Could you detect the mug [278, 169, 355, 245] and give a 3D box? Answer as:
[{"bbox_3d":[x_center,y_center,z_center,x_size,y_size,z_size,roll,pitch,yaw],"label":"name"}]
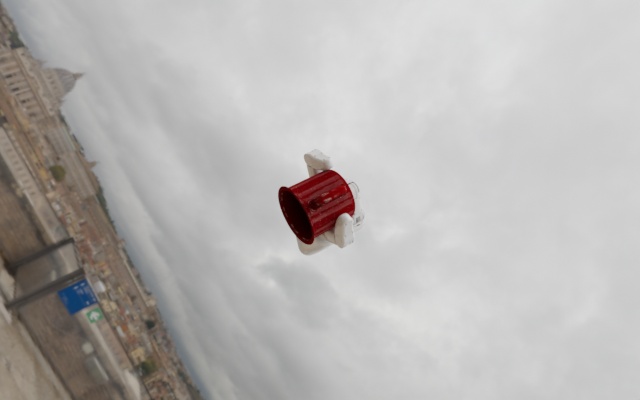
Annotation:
[{"bbox_3d":[0.001,0.002,0.686,0.081,0.093,0.117,-27,-5,-24],"label":"mug"}]
